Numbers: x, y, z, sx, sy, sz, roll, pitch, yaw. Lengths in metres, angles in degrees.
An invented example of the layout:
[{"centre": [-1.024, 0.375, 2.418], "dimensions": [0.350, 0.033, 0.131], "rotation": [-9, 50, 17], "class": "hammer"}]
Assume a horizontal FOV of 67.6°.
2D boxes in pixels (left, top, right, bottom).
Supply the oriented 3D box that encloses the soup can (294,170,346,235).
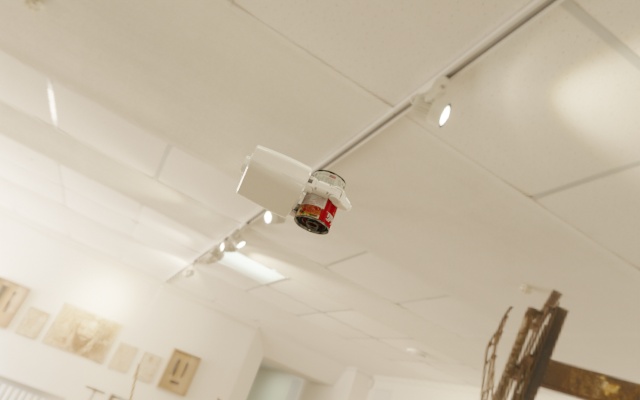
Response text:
[{"centre": [0.001, 0.003, 0.883], "dimensions": [0.068, 0.102, 0.068], "rotation": [18, -25, 8], "class": "soup can"}]
